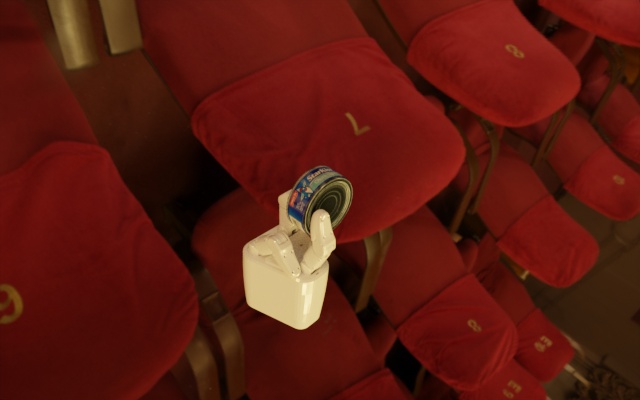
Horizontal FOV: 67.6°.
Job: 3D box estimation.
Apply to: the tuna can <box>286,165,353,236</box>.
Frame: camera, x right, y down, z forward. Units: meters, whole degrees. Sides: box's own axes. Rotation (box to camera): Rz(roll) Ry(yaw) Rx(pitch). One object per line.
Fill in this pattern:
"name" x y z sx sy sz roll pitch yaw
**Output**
"tuna can" 0.000 0.002 0.595 0.033 0.086 0.086 34 21 34
